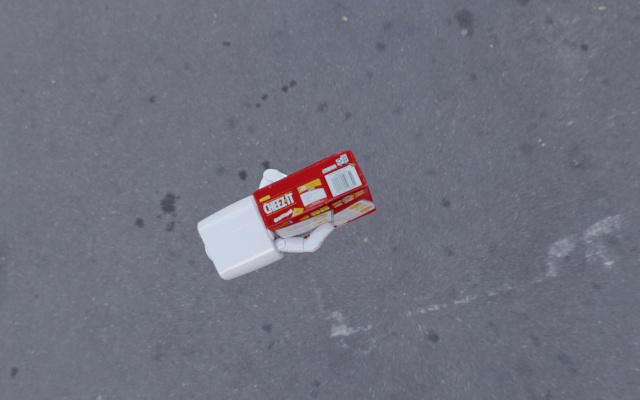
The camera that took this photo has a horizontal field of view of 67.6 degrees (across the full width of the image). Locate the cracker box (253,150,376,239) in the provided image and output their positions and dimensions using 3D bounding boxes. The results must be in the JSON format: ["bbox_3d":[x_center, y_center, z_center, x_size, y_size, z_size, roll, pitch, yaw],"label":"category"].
[{"bbox_3d":[0.000,0.003,0.796,0.164,0.072,0.214,-24,-14,5],"label":"cracker box"}]
